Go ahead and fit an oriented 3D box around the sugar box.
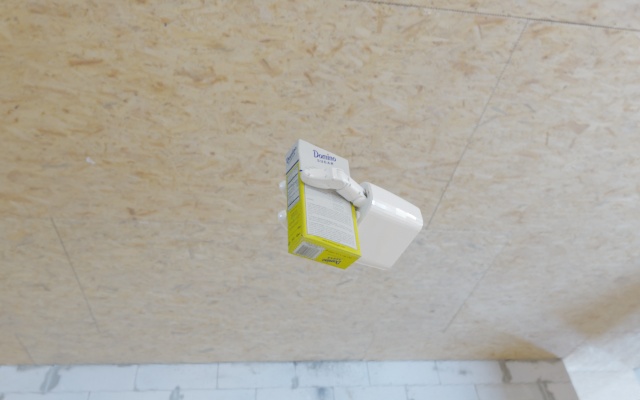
[{"bbox_3d":[0.000,0.003,0.667,0.093,0.176,0.048,21,-48,-27],"label":"sugar box"}]
